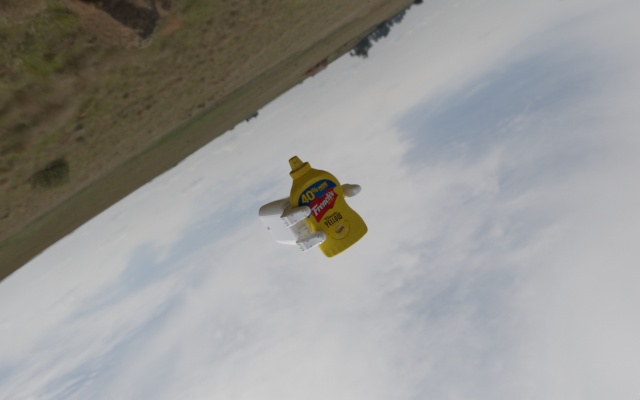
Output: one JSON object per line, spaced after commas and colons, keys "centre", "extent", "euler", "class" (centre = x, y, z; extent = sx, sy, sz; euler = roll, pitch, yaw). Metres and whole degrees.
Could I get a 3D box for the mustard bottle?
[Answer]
{"centre": [0.000, 0.003, 0.865], "extent": [0.096, 0.192, 0.058], "euler": [-34, 14, -4], "class": "mustard bottle"}
